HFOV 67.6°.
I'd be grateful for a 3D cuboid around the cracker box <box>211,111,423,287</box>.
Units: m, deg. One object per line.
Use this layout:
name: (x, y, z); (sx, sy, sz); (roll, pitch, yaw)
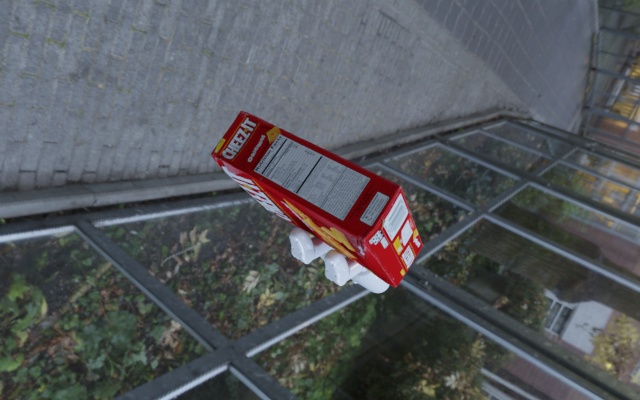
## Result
cracker box: (0.000, 0.002, 0.546); (0.213, 0.072, 0.164); (28, -12, 28)
